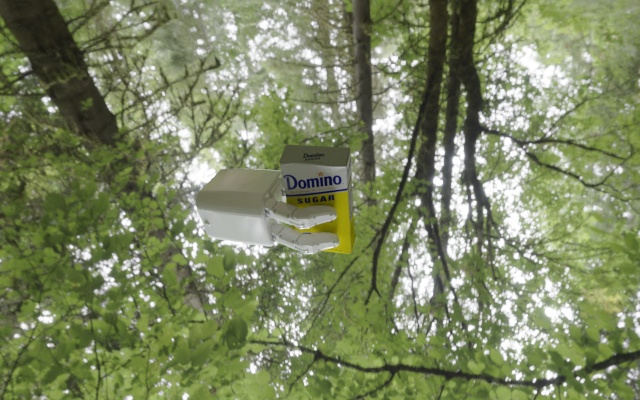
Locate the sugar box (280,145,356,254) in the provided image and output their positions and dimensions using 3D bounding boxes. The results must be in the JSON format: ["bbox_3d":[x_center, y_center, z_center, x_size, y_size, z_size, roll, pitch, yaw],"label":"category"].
[{"bbox_3d":[0.000,0.003,0.691,0.093,0.048,0.176,4,-43,12],"label":"sugar box"}]
